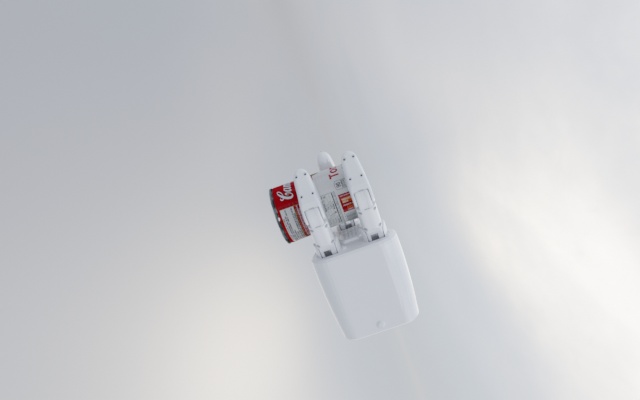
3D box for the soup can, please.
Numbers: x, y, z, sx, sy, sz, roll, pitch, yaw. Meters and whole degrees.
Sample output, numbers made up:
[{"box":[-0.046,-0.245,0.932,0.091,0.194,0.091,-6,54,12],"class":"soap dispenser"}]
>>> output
[{"box":[0.000,0.001,0.551,0.102,0.068,0.068,-19,-1,3],"class":"soup can"}]
